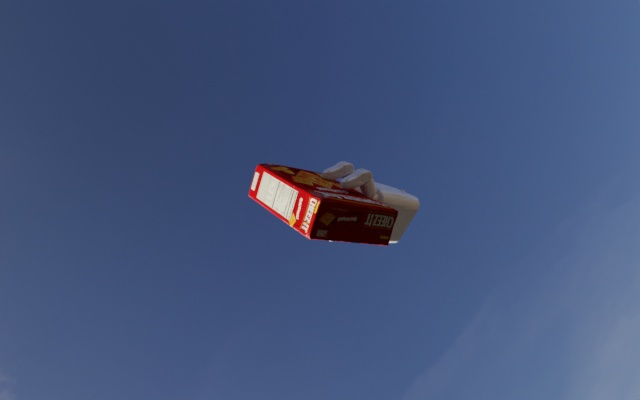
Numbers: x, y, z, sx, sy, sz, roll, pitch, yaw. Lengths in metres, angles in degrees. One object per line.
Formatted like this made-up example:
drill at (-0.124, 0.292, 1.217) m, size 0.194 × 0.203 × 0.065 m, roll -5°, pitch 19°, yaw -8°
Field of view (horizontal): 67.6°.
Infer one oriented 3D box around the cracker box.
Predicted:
cracker box at (0.000, 0.003, 0.816) m, size 0.164 × 0.072 × 0.213 m, roll 8°, pitch 13°, yaw -37°
